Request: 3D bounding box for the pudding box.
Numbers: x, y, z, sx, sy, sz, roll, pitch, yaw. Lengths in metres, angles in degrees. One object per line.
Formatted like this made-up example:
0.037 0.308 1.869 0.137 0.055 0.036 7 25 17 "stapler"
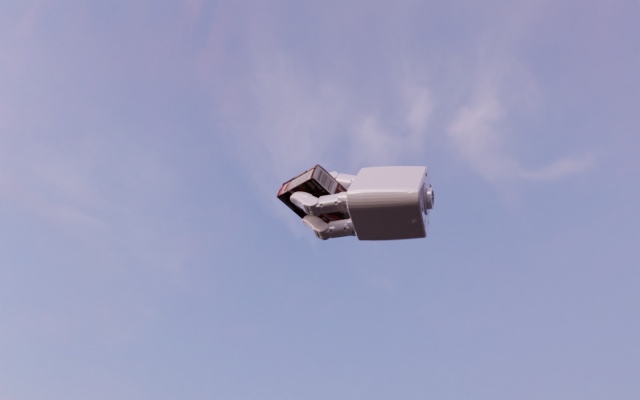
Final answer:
0.000 0.002 0.775 0.090 0.039 0.113 -27 -61 41 "pudding box"
